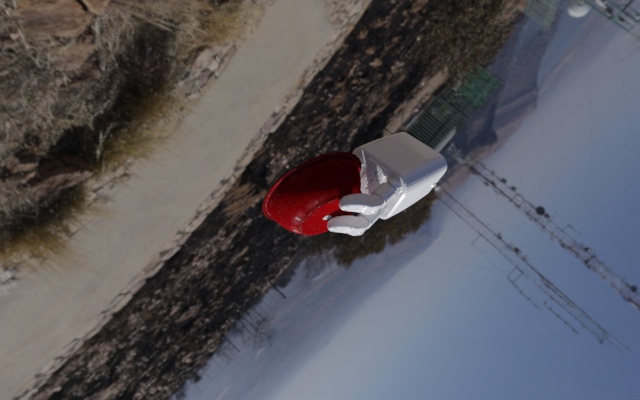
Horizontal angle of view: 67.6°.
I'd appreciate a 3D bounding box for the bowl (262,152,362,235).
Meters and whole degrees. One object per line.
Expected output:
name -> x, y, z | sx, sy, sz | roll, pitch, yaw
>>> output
bowl -> -0.001, 0.003, 0.691 | 0.162, 0.055, 0.162 | -23, -26, -12
